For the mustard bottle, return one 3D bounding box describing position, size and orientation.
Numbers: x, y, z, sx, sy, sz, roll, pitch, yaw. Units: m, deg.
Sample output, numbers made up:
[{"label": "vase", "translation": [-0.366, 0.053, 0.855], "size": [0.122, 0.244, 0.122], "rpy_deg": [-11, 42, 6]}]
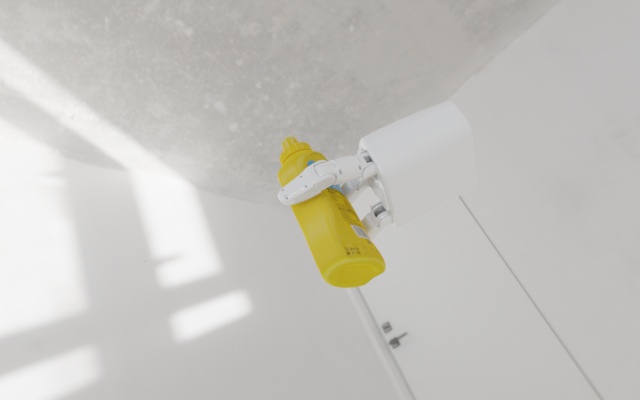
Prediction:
[{"label": "mustard bottle", "translation": [0.000, 0.002, 0.534], "size": [0.058, 0.191, 0.096], "rpy_deg": [-38, -31, 19]}]
